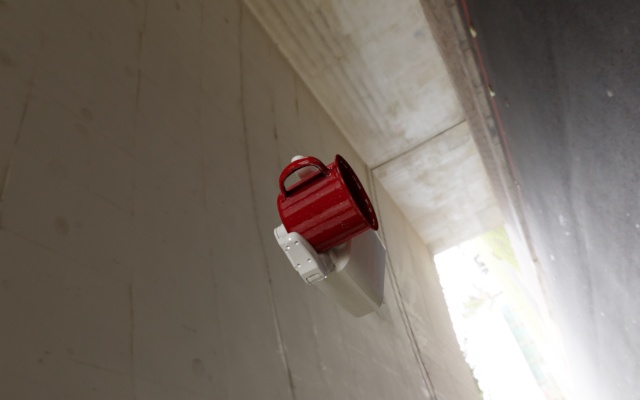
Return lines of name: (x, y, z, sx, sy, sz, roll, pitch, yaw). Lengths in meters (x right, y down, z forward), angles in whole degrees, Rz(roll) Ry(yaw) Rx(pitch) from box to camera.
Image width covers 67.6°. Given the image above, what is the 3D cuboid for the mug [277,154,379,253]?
mug: (-0.001, 0.001, 0.516, 0.081, 0.093, 0.117, -28, -51, 14)
